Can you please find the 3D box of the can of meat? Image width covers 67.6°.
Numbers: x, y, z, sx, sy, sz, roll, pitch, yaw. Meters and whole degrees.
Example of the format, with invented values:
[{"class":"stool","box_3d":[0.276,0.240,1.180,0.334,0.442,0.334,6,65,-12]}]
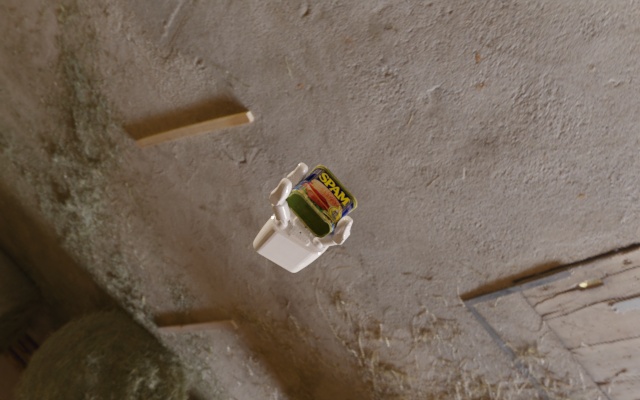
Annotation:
[{"class":"can of meat","box_3d":[0.000,0.003,0.830,0.084,0.102,0.057,-45,3,-40]}]
